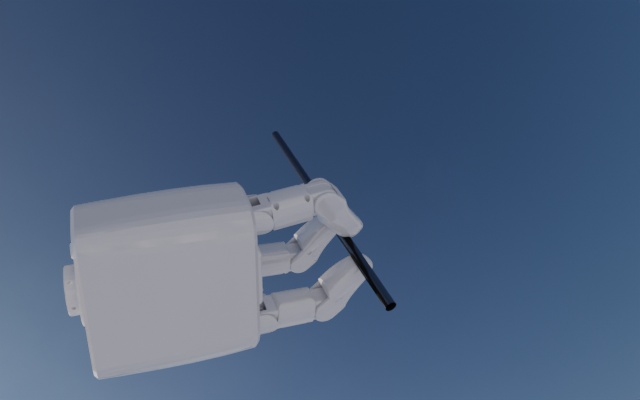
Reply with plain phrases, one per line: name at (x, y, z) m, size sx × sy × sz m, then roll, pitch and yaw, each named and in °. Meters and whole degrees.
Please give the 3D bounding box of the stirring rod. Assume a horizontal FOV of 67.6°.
stirring rod at (0.000, 0.001, 0.401) m, size 0.011 × 0.011 × 0.239 m, roll 0°, pitch 35°, yaw -28°
